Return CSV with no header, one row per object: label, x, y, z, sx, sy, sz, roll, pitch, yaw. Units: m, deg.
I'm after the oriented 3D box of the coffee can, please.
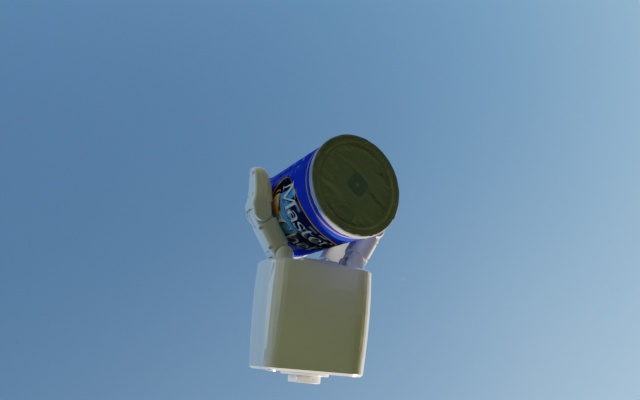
coffee can,0.000,0.001,0.512,0.103,0.102,0.140,0,-14,-32
